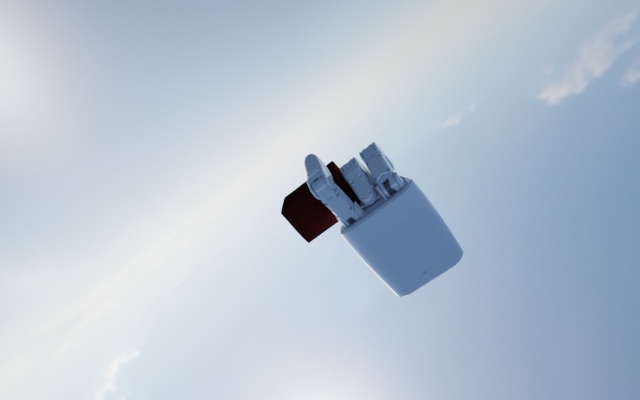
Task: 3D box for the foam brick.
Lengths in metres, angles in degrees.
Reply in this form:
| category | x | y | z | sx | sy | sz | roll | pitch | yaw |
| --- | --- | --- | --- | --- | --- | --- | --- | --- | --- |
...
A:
| category | x | y | z | sx | sy | sz | roll | pitch | yaw |
| --- | --- | --- | --- | --- | --- | --- | --- | --- | --- |
| foam brick | 0.000 | 0.002 | 0.559 | 0.078 | 0.051 | 0.053 | -36 | 16 | 16 |
